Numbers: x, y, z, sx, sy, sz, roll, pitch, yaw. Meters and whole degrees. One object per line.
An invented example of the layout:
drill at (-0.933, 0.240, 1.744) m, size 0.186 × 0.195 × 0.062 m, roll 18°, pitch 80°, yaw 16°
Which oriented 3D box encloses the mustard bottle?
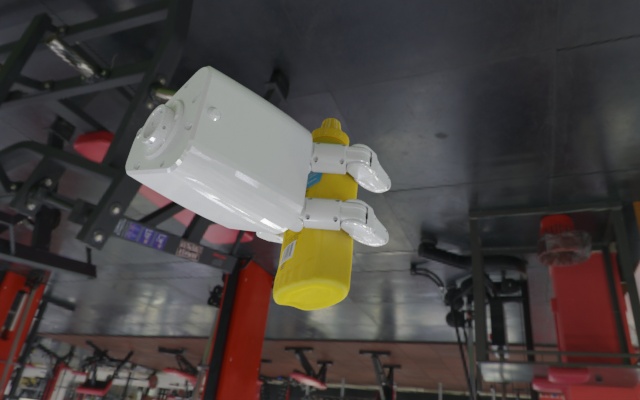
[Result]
mustard bottle at (0.000, 0.002, 0.457) m, size 0.058 × 0.191 × 0.096 m, roll 17°, pitch -29°, yaw -17°
